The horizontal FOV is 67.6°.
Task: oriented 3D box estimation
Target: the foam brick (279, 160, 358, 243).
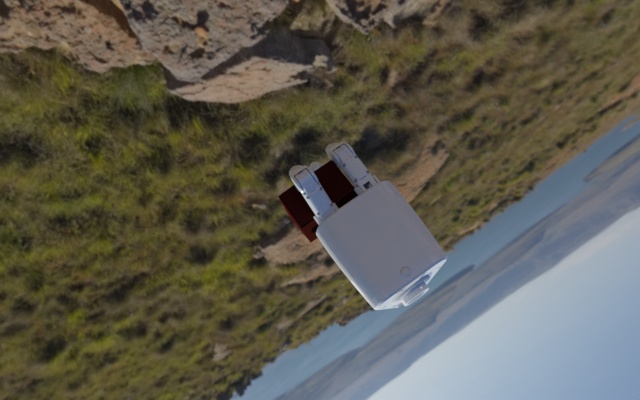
[{"bbox_3d":[0.000,0.002,0.557,0.078,0.051,0.053,-35,-24,-4],"label":"foam brick"}]
